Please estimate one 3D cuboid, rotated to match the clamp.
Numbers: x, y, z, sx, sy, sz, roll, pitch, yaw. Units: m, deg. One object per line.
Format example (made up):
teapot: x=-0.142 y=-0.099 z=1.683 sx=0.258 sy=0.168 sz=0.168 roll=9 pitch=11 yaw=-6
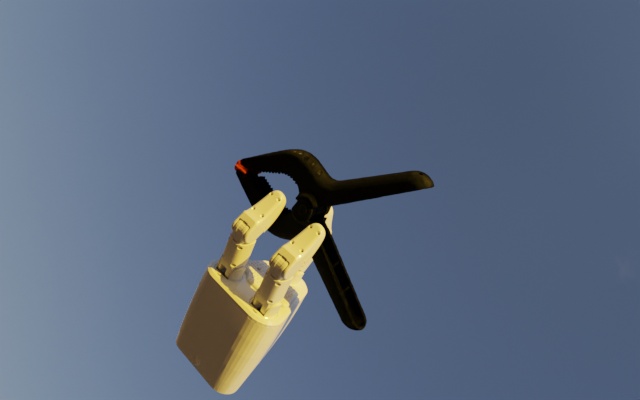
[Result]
clamp: x=0.000 y=0.001 z=0.472 sx=0.210 sy=0.165 sz=0.036 roll=39 pitch=22 yaw=25
